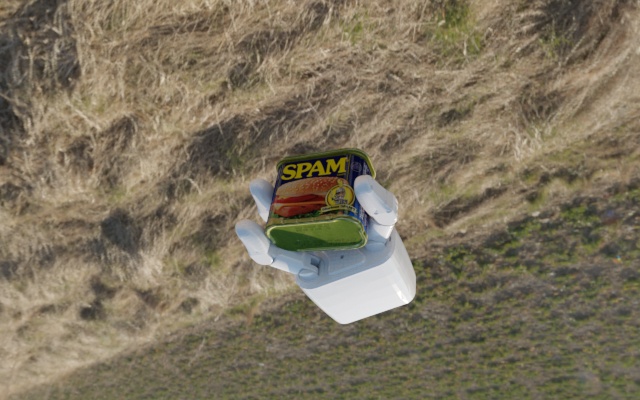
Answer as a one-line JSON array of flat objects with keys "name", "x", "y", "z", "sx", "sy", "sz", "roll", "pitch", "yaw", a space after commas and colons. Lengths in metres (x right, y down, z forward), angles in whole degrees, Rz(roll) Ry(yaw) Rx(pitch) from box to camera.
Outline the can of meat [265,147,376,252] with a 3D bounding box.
[{"name": "can of meat", "x": 0.000, "y": 0.002, "z": 0.472, "sx": 0.102, "sy": 0.084, "sz": 0.057, "roll": -6, "pitch": -38, "yaw": 20}]
